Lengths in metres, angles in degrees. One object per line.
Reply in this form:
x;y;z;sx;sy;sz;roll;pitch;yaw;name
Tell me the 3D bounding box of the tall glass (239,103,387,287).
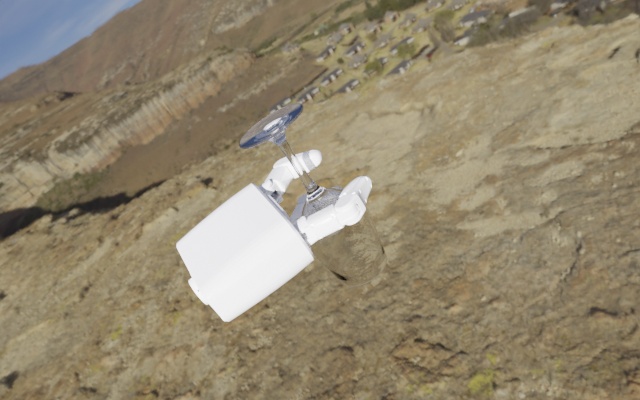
0.000;0.001;0.509;0.079;0.201;0.079;-27;26;14;tall glass
